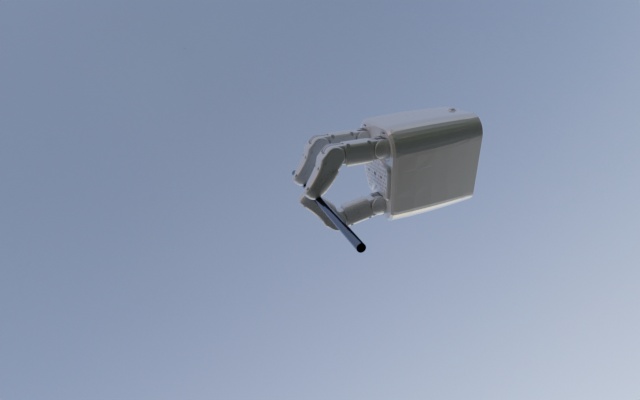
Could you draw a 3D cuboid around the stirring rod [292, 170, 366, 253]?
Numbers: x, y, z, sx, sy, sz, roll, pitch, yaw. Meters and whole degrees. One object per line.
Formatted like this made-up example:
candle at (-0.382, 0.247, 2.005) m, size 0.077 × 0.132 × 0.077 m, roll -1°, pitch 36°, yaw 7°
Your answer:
stirring rod at (0.000, 0.002, 0.479) m, size 0.011 × 0.011 × 0.239 m, roll 0°, pitch 17°, yaw -16°
